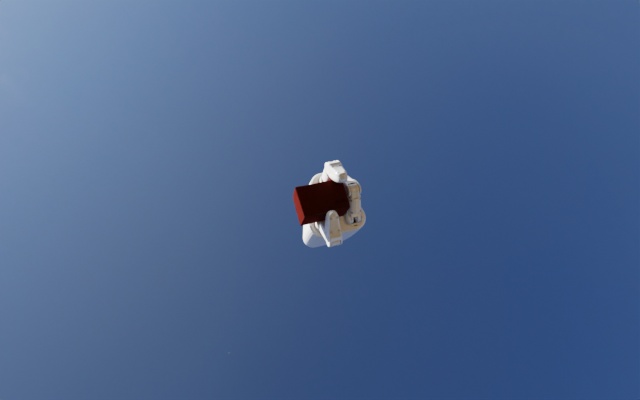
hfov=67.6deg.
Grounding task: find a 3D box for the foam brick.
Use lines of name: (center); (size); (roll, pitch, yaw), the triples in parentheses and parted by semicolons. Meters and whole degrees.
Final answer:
foam brick: (0.000, 0.002, 0.760); (0.078, 0.053, 0.051); (-12, -15, -14)
